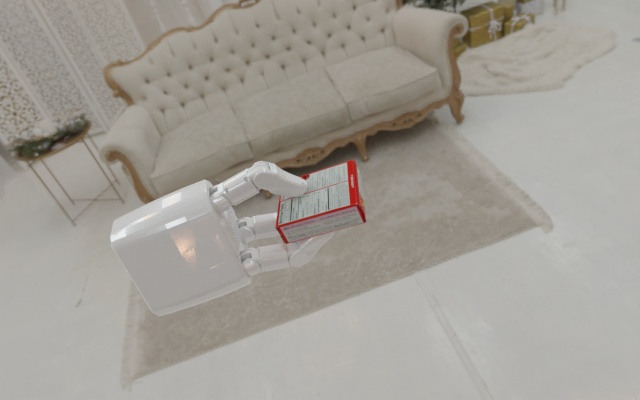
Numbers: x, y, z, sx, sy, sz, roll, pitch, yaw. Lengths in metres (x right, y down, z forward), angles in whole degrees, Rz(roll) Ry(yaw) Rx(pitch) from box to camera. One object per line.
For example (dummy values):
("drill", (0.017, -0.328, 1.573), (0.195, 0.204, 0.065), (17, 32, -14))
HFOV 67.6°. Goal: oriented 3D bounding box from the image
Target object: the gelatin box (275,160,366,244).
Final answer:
("gelatin box", (0.000, 0.001, 0.496), (0.089, 0.030, 0.073), (-17, 38, 14))
